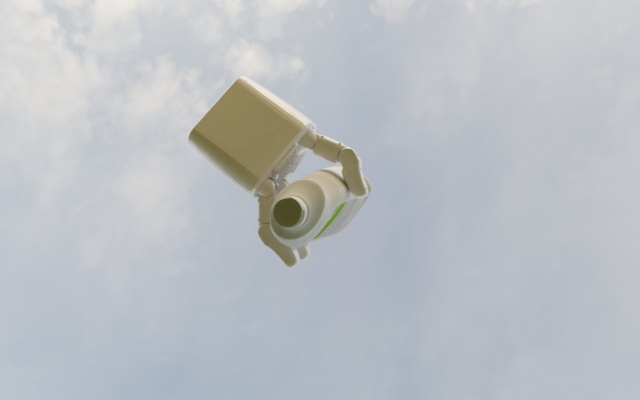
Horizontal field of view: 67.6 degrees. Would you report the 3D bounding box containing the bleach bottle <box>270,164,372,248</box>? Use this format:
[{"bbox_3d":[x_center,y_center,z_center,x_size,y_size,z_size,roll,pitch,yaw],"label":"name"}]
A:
[{"bbox_3d":[0.000,0.002,0.564,0.068,0.102,0.251,36,8,9],"label":"bleach bottle"}]
